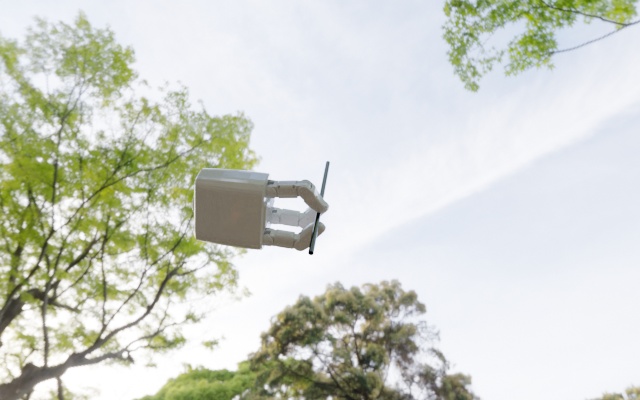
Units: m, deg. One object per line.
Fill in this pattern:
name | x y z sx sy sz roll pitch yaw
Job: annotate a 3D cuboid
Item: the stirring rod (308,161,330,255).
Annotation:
stirring rod | 0.000 0.002 0.743 0.011 0.011 0.239 0 35 8
